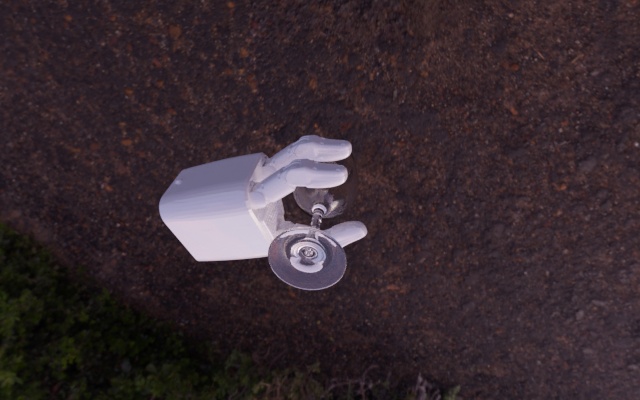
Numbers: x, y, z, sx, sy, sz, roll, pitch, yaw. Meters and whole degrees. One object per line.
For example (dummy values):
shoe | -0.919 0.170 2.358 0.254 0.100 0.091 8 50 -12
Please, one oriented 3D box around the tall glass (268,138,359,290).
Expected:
tall glass | 0.000 0.002 0.523 0.079 0.079 0.201 0 33 9
